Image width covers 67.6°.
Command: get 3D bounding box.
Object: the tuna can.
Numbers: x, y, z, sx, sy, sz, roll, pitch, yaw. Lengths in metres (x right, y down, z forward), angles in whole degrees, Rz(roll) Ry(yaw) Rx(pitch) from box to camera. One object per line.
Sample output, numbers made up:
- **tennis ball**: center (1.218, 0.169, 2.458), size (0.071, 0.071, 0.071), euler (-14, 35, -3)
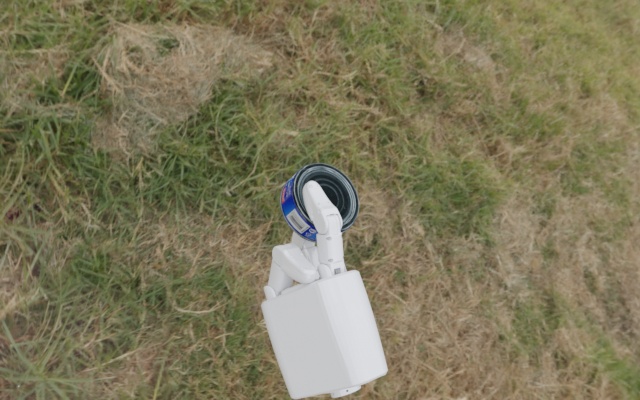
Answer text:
- **tuna can**: center (0.000, 0.001, 0.534), size (0.086, 0.086, 0.034), euler (0, -24, -31)
